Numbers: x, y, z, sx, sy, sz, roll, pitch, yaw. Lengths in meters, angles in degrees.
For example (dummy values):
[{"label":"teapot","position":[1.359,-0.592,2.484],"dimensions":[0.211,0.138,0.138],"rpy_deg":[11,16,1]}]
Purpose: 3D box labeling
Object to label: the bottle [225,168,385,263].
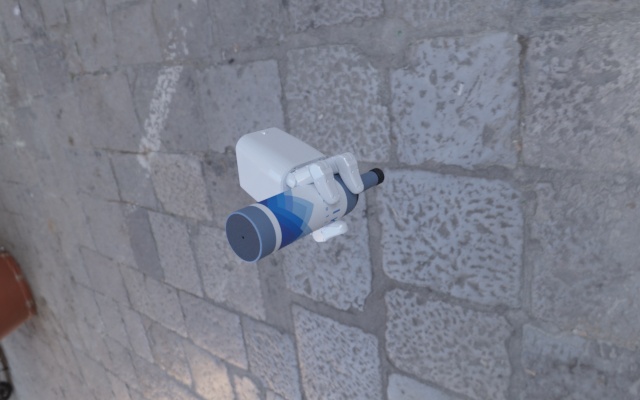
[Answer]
[{"label":"bottle","position":[0.000,0.002,0.681],"dimensions":[0.069,0.069,0.295],"rpy_deg":[0,17,42]}]
